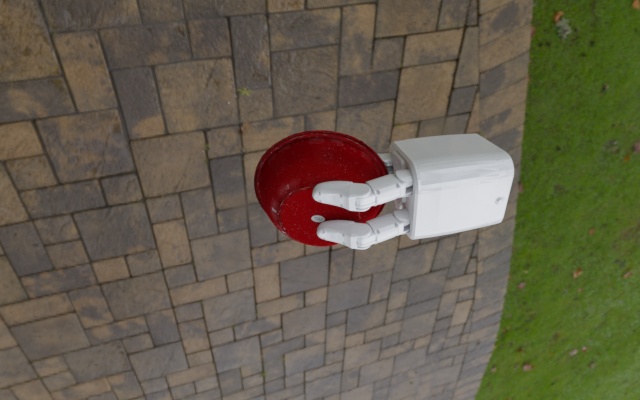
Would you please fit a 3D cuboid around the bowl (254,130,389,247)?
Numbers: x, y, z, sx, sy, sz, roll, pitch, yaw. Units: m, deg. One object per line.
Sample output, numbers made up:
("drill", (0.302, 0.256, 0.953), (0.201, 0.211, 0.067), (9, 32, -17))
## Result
("bowl", (-0.001, 0.002, 0.547), (0.162, 0.162, 0.055), (0, 41, 4))
